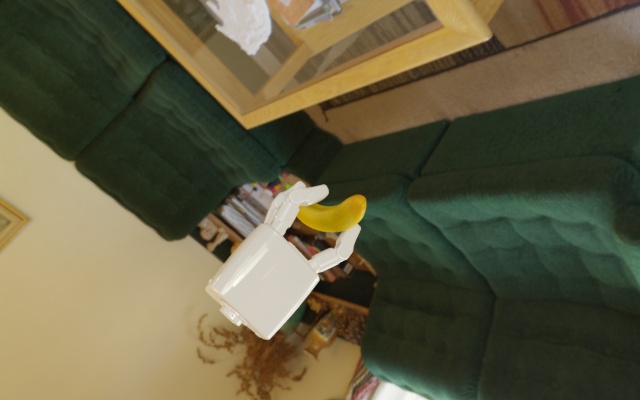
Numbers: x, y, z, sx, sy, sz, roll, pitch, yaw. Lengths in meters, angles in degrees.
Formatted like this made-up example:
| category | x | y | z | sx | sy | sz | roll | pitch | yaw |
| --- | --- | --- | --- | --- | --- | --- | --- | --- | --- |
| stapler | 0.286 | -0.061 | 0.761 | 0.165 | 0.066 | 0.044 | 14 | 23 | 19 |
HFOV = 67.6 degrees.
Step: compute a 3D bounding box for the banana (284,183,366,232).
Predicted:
| category | x | y | z | sx | sy | sz | roll | pitch | yaw |
| --- | --- | --- | --- | --- | --- | --- | --- | --- | --- |
| banana | 0.007 | 0.016 | 0.693 | 0.037 | 0.070 | 0.198 | -44 | 28 | -23 |
